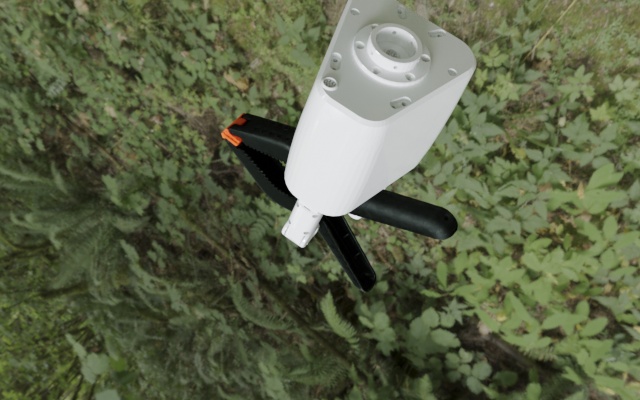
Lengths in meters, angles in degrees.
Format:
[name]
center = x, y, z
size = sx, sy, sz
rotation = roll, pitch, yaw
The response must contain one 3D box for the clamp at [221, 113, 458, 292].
[clamp]
center = -0.001, 0.002, 0.434
size = 0.210, 0.036, 0.165
rotation = 35, -34, 7
